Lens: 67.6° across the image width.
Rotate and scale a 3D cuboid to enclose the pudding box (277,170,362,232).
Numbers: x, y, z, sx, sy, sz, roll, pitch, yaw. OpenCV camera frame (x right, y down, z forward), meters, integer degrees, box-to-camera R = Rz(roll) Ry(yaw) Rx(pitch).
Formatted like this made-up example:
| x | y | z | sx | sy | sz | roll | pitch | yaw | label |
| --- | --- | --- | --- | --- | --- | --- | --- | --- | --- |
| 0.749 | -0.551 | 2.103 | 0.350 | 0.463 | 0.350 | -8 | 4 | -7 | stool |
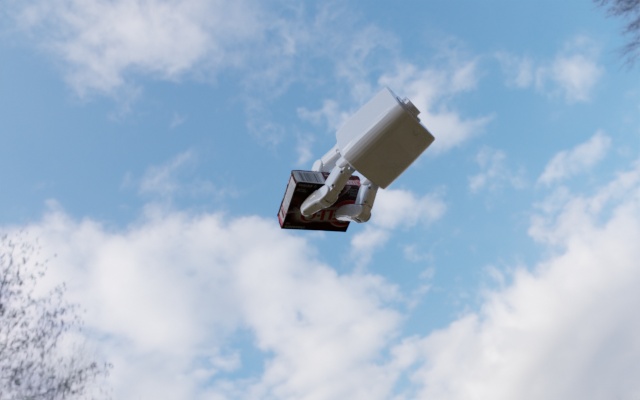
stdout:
| x | y | z | sx | sy | sz | roll | pitch | yaw | label |
| --- | --- | --- | --- | --- | --- | --- | --- | --- | --- |
| 0.000 | 0.002 | 0.722 | 0.113 | 0.090 | 0.039 | 6 | 36 | -22 | pudding box |
